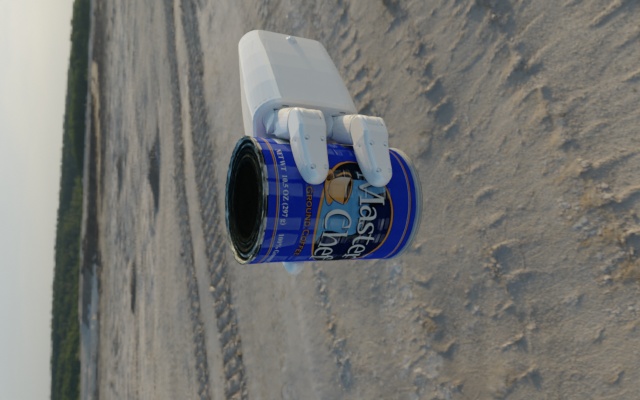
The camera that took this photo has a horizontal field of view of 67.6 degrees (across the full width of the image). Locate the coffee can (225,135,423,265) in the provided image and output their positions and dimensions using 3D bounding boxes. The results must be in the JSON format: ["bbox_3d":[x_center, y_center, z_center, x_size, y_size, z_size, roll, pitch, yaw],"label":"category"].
[{"bbox_3d":[0.000,0.002,0.409,0.140,0.103,0.103,2,-1,-27],"label":"coffee can"}]
